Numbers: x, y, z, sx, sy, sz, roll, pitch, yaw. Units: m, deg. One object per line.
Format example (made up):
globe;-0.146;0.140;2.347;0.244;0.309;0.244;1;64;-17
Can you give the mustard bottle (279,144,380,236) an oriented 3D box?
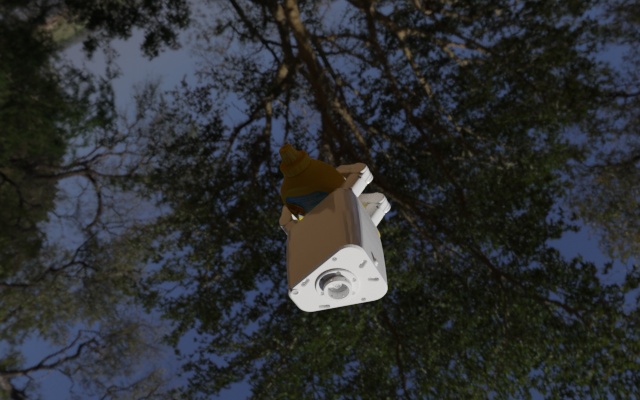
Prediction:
mustard bottle;0.000;0.002;0.654;0.096;0.192;0.058;-10;38;35
